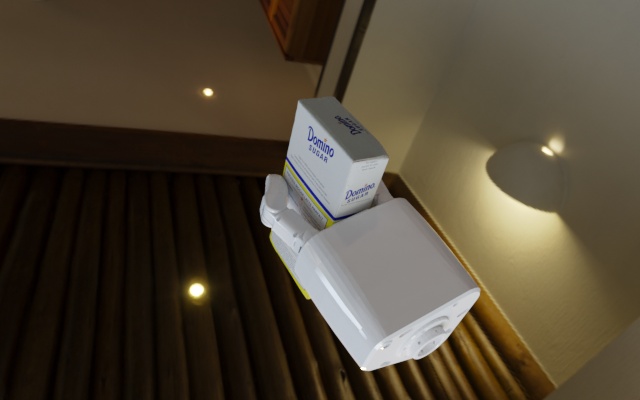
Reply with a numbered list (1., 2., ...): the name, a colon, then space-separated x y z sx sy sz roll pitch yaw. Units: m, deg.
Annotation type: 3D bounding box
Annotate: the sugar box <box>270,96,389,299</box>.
1. sugar box: 0.001 0.002 0.454 0.048 0.176 0.093 -12 48 -33
